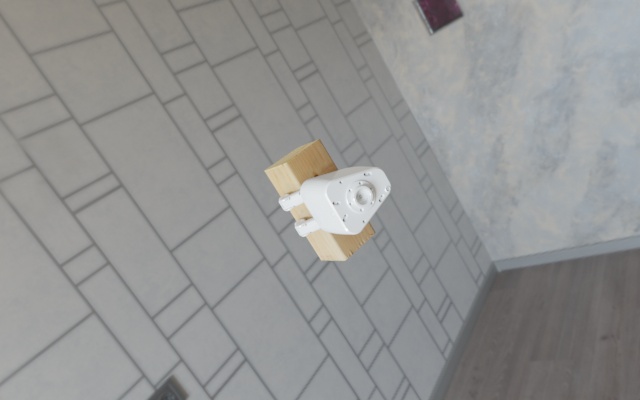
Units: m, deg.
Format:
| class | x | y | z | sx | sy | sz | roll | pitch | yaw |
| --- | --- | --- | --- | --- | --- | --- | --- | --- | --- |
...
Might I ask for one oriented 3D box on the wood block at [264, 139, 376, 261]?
| class | x | y | z | sx | sy | sz | roll | pitch | yaw |
| --- | --- | --- | --- | --- | --- | --- | --- | --- | --- |
| wood block | 0.000 | 0.003 | 0.888 | 0.090 | 0.206 | 0.090 | -38 | 14 | -29 |
